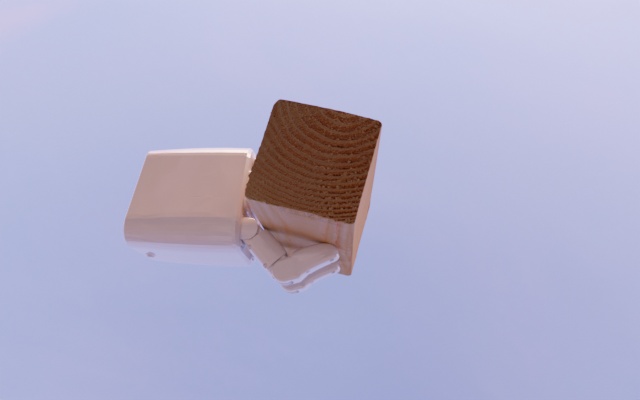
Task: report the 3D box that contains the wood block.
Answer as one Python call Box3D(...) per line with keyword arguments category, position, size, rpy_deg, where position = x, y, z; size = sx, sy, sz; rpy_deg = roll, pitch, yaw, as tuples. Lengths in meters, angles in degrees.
Box3D(category="wood block", position=(0.000, 0.001, 0.462), size=(0.090, 0.090, 0.206), rpy_deg=(14, -18, 7))
